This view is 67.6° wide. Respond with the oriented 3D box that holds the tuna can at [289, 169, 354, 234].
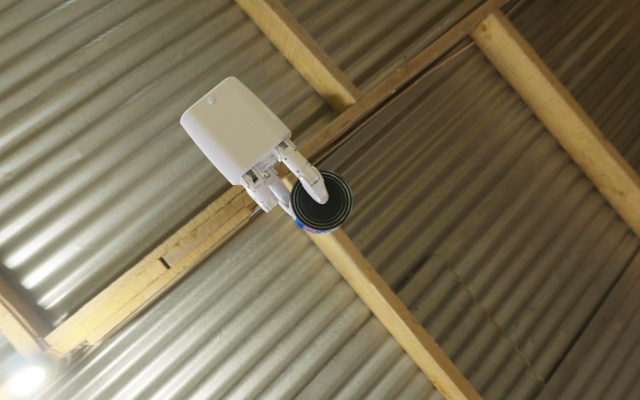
[{"bbox_3d":[0.000,0.002,0.651,0.086,0.086,0.034,0,-13,-8],"label":"tuna can"}]
